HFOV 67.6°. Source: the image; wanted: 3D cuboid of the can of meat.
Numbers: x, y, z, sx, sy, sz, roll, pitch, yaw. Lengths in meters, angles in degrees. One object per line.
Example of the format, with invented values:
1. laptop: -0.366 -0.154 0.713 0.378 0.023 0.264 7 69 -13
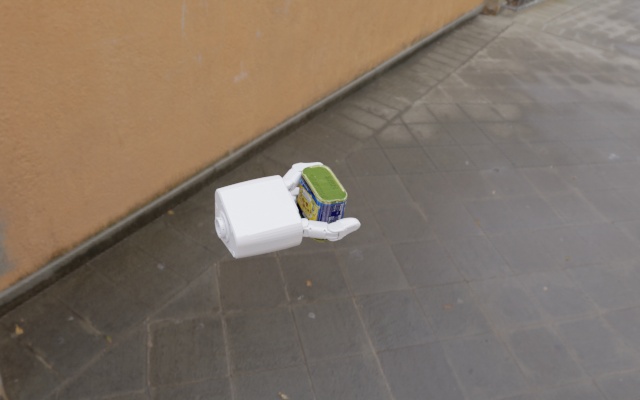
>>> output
1. can of meat: 0.000 0.002 0.785 0.057 0.084 0.102 -10 43 -23
